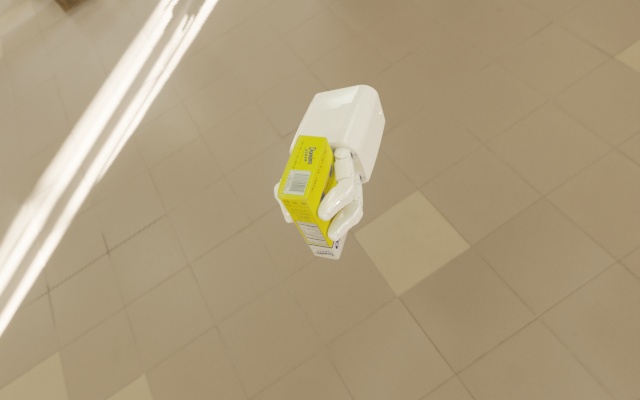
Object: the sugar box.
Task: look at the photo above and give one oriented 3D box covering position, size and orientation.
[{"bbox_3d":[0.001,0.002,0.646,0.048,0.093,0.176,7,-27,23],"label":"sugar box"}]
